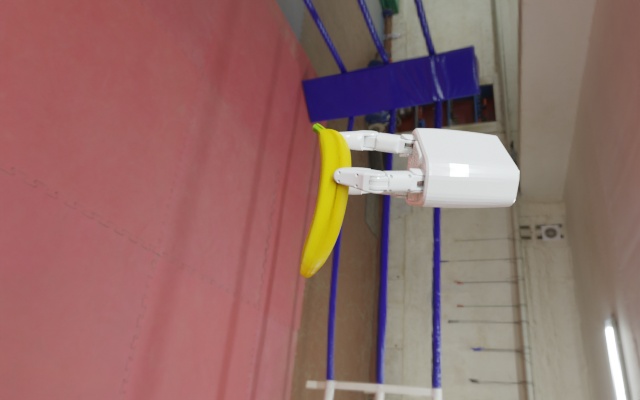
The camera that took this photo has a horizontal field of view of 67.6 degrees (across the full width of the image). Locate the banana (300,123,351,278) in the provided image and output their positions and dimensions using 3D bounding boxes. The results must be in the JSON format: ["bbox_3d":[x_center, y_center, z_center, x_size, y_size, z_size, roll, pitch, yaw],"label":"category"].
[{"bbox_3d":[0.008,-0.003,0.583,0.037,0.197,0.069,10,-10,-22],"label":"banana"}]
